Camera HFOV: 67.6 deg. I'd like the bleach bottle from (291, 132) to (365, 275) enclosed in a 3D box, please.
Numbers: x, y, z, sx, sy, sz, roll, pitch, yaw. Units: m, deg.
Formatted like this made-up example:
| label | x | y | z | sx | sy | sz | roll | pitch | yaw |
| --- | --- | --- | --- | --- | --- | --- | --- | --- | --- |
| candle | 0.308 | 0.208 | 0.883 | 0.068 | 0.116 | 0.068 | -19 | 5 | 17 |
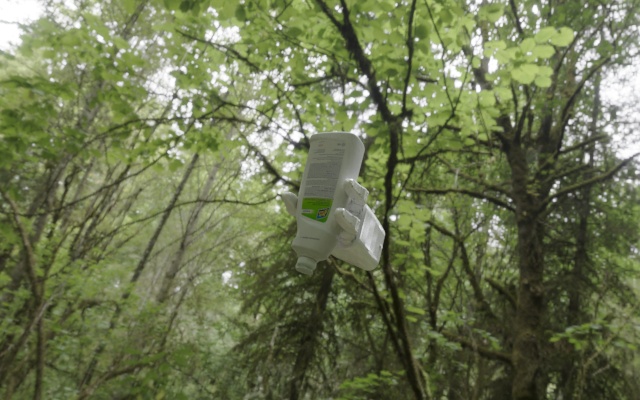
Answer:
| label | x | y | z | sx | sy | sz | roll | pitch | yaw |
| --- | --- | --- | --- | --- | --- | --- | --- | --- | --- |
| bleach bottle | 0.000 | 0.003 | 0.808 | 0.102 | 0.250 | 0.068 | 1 | -29 | 31 |
